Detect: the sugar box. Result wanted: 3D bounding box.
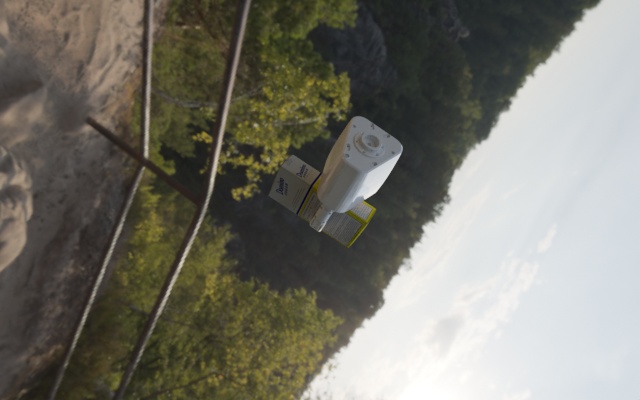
[{"bbox_3d":[0.001,0.002,0.838,0.176,0.048,0.093,36,-39,4],"label":"sugar box"}]
